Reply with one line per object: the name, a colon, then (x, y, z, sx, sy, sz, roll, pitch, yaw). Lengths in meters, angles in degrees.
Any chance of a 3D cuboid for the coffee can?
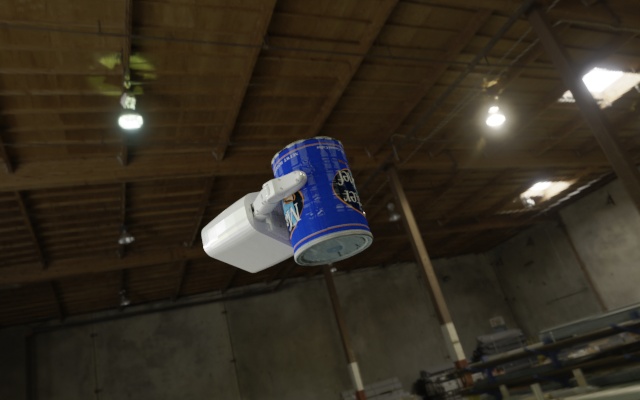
coffee can: (0.000, 0.002, 0.630, 0.103, 0.140, 0.103, -14, -23, -6)
